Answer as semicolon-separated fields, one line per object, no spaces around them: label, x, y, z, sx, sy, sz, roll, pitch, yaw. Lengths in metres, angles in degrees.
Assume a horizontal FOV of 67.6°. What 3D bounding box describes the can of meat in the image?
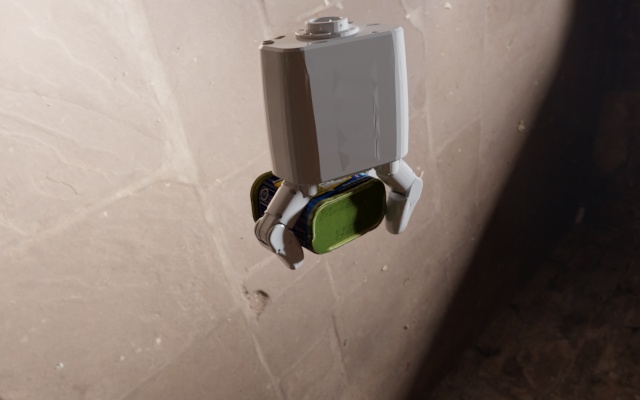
can of meat;0.000;0.002;0.450;0.102;0.057;0.084;-24;34;-36
